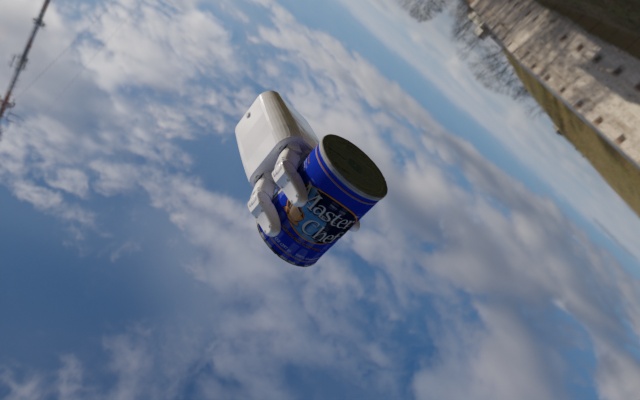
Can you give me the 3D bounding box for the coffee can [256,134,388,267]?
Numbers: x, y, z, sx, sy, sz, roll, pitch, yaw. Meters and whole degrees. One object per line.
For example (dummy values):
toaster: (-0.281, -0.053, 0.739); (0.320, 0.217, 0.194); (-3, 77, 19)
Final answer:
coffee can: (0.000, 0.002, 0.602); (0.140, 0.102, 0.103); (-47, -26, 28)
